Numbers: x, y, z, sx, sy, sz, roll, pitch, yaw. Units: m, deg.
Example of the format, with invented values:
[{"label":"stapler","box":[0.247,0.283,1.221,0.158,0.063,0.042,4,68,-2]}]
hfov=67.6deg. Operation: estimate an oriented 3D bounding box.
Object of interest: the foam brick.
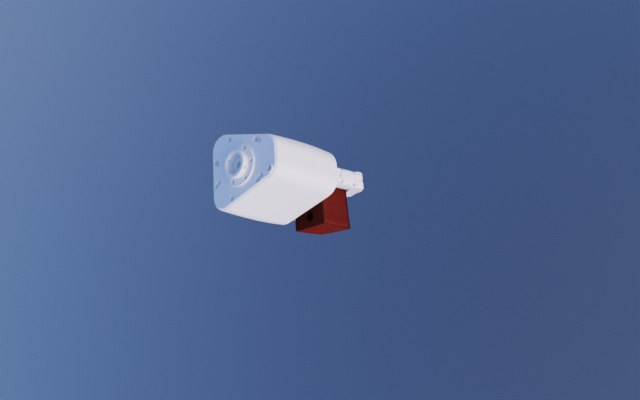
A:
[{"label":"foam brick","box":[0.000,0.002,0.624,0.053,0.078,0.051,-18,-19,39]}]
